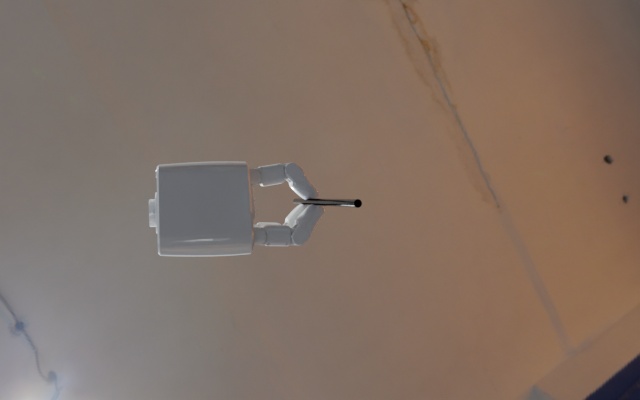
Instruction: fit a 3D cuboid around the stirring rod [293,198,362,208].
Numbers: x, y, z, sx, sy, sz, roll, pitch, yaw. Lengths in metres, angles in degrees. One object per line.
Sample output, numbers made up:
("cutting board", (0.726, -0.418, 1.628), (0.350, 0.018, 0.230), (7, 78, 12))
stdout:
("stirring rod", (0.000, 0.002, 0.557), (0.011, 0.011, 0.239), (0, 0, -17))
